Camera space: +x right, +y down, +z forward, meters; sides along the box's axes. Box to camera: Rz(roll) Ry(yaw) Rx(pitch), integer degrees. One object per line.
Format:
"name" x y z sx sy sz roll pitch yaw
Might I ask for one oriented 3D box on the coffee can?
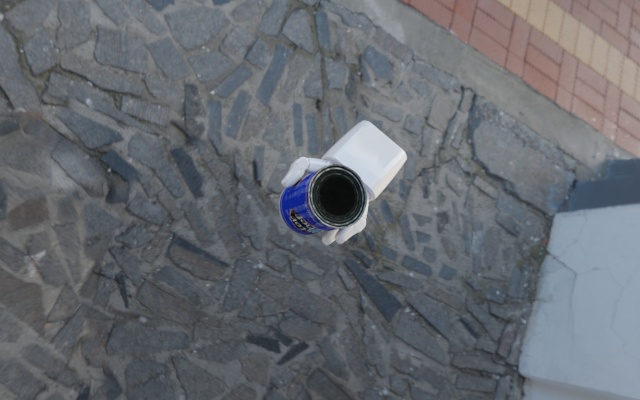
"coffee can" 0.000 0.003 0.801 0.103 0.103 0.140 0 -8 -24
